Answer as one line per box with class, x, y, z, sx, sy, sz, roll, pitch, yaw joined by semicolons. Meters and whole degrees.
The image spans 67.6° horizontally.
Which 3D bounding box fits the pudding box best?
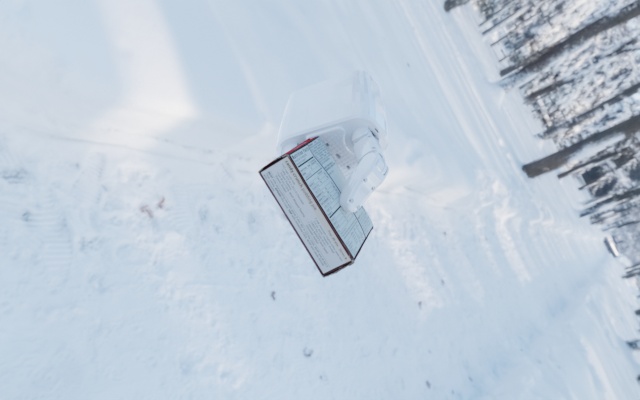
pudding box;0.000;0.001;0.446;0.039;0.113;0.090;-30;6;25
